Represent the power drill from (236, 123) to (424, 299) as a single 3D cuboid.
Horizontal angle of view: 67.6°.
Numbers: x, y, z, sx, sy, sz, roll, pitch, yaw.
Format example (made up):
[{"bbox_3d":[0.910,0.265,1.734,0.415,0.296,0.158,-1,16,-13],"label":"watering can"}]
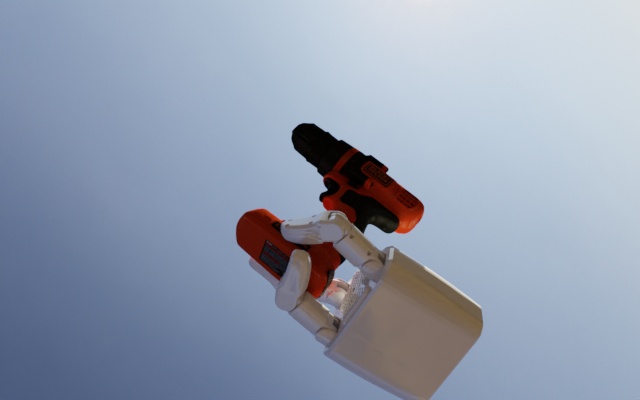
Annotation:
[{"bbox_3d":[0.000,0.002,0.512,0.184,0.057,0.187,37,49,15],"label":"power drill"}]
